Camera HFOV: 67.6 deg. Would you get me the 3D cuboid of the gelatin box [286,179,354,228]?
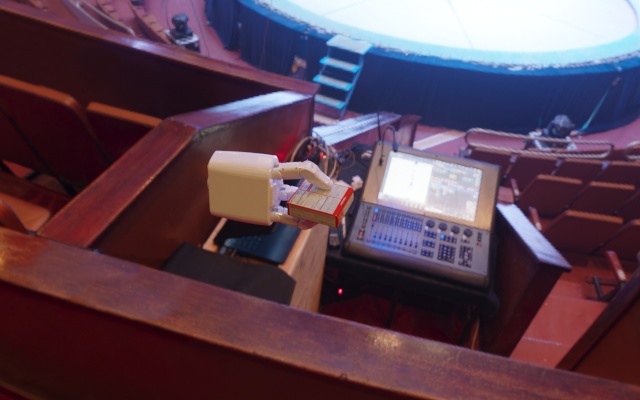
[{"bbox_3d":[0.000,0.002,0.772,0.089,0.030,0.073,13,43,20],"label":"gelatin box"}]
